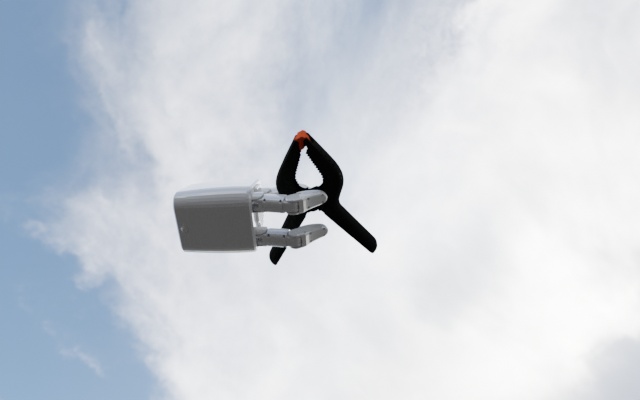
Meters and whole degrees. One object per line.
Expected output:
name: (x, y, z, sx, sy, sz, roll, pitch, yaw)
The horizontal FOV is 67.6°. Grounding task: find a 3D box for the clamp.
clamp: (0.000, 0.001, 0.684, 0.164, 0.210, 0.036, -2, 28, 1)
